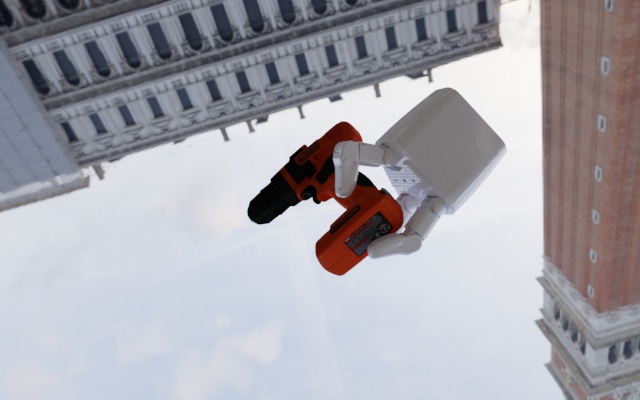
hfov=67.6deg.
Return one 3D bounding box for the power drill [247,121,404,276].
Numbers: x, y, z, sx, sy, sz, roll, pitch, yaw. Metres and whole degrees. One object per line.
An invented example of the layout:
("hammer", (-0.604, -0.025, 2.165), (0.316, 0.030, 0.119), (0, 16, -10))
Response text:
("power drill", (0.000, 0.002, 0.577), (0.057, 0.184, 0.187), (43, 9, -40))
